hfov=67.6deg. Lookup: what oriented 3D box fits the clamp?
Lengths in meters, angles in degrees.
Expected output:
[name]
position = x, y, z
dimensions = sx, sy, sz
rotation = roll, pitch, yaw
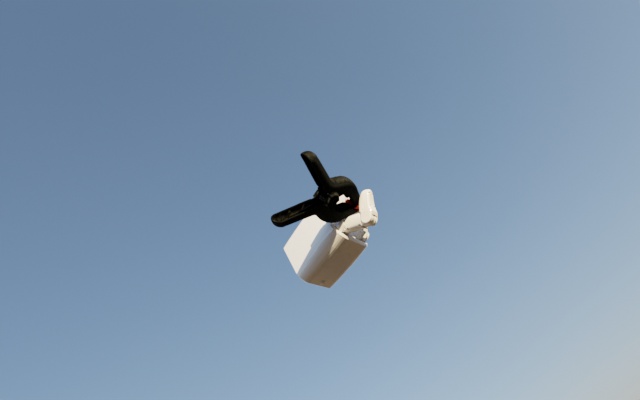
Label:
[clamp]
position = 0.000, 0.002, 0.739
dimensions = 0.171, 0.120, 0.039
rotation = 26, 14, -47
